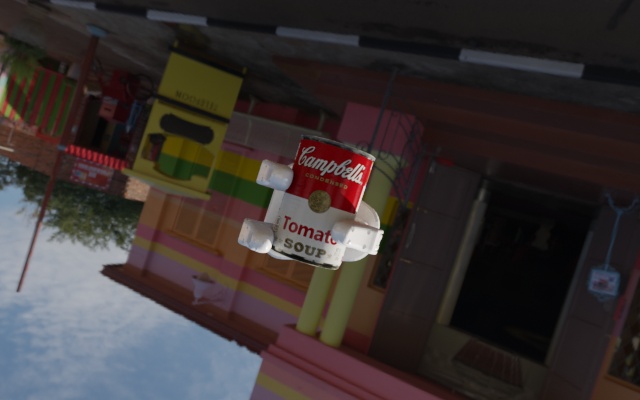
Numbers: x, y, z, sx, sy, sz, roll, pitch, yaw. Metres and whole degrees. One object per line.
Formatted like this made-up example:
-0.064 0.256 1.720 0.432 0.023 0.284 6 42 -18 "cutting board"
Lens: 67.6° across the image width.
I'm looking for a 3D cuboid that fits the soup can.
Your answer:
0.000 0.002 0.417 0.068 0.102 0.068 18 0 0 "soup can"
